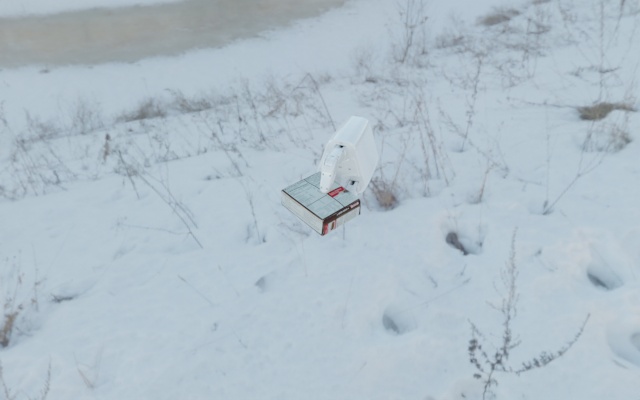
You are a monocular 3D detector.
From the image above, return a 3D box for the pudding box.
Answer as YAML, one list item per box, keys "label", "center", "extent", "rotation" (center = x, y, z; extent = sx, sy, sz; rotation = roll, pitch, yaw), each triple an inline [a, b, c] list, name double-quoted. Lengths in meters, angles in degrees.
- label: "pudding box"
  center: [0.000, 0.003, 0.823]
  extent: [0.090, 0.039, 0.113]
  rotation: [-29, 45, -31]
